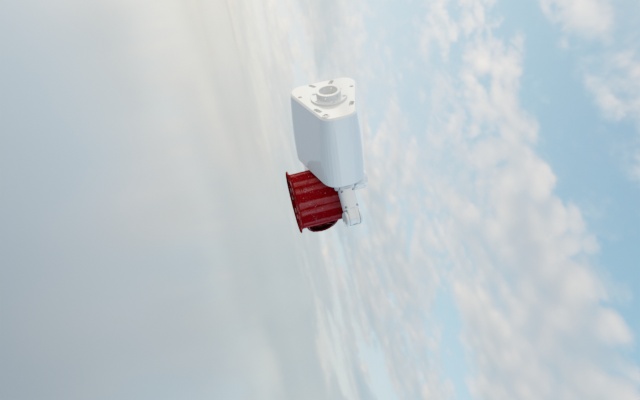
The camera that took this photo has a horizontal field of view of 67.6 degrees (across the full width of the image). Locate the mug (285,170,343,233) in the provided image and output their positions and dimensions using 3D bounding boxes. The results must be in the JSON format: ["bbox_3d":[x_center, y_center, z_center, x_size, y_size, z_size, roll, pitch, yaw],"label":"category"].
[{"bbox_3d":[0.000,0.003,0.711,0.081,0.117,0.093,-14,41,-7],"label":"mug"}]
